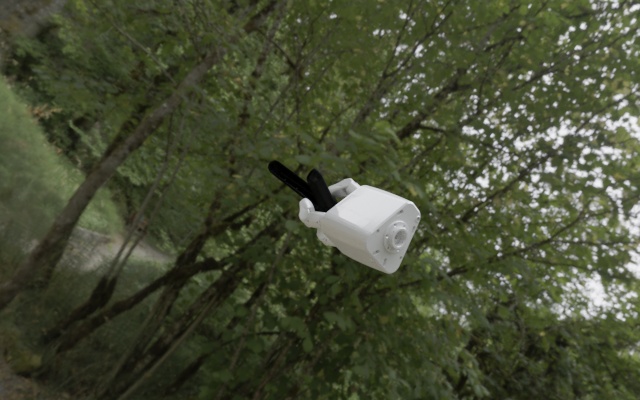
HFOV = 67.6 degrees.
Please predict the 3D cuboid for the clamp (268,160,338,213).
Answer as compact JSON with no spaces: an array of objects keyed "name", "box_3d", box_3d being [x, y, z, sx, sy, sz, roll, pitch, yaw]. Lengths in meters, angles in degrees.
[{"name":"clamp","box_3d":[0.001,0.003,0.849,0.164,0.036,0.210,24,-20,53]}]
